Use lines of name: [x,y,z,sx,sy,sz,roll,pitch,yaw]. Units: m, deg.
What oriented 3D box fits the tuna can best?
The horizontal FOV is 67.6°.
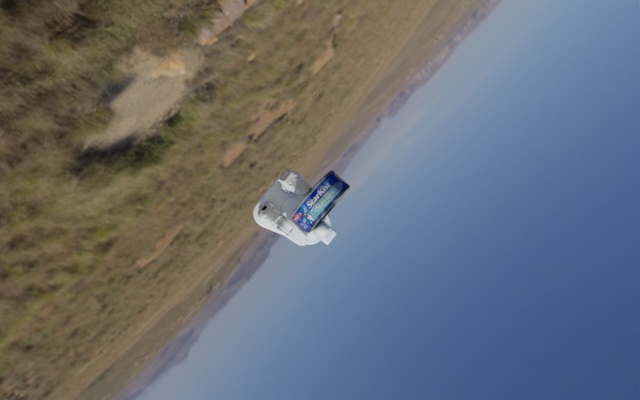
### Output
tuna can: [0.001,0.002,0.636,0.034,0.086,0.086,42,3,4]
